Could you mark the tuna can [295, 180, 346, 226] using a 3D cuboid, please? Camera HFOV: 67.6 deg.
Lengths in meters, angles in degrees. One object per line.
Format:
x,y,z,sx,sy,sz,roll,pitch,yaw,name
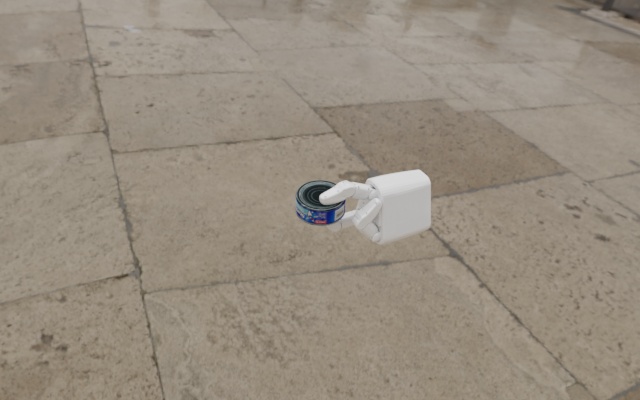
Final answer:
0.000,0.002,0.806,0.086,0.034,0.086,1,39,-1,tuna can
